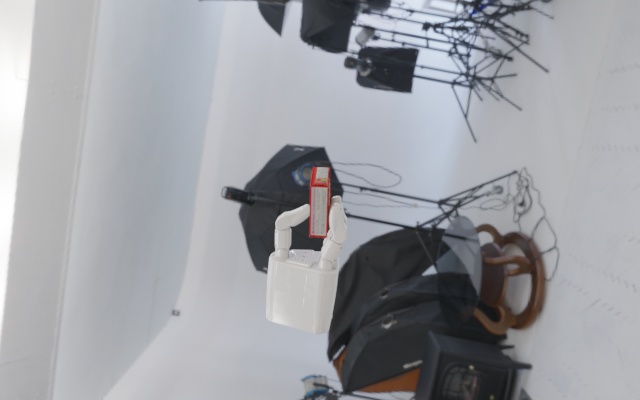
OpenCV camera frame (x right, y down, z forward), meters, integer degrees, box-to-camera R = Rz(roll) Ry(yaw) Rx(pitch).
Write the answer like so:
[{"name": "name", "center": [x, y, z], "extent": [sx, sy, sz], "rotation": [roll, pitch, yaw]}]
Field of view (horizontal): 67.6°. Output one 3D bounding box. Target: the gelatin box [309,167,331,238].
[{"name": "gelatin box", "center": [0.000, 0.002, 0.733], "extent": [0.030, 0.089, 0.073], "rotation": [2, 25, 3]}]
